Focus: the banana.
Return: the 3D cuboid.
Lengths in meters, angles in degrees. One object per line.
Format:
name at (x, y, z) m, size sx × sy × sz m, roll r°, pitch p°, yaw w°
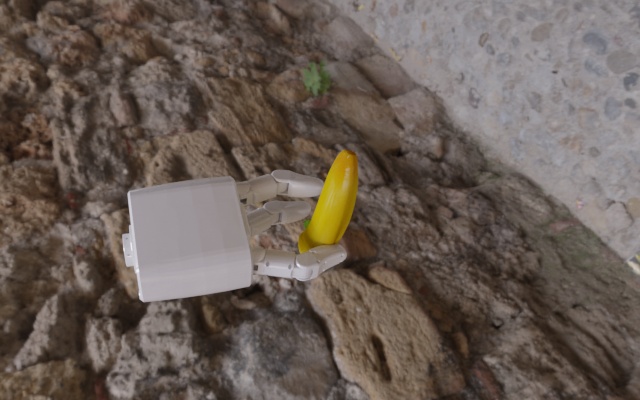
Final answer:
banana at (0.003, 0.020, 0.518) m, size 0.037 × 0.069 × 0.198 m, roll -4°, pitch -22°, yaw -18°
